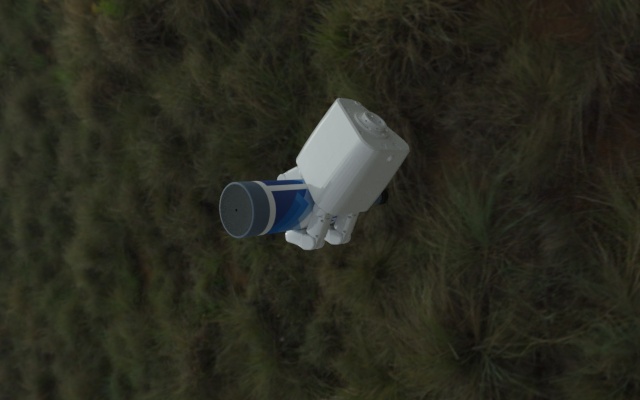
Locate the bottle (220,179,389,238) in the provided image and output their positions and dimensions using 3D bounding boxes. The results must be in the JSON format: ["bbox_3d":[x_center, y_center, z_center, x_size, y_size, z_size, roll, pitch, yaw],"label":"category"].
[{"bbox_3d":[0.000,0.002,0.669,0.069,0.069,0.295,0,4,43],"label":"bottle"}]
